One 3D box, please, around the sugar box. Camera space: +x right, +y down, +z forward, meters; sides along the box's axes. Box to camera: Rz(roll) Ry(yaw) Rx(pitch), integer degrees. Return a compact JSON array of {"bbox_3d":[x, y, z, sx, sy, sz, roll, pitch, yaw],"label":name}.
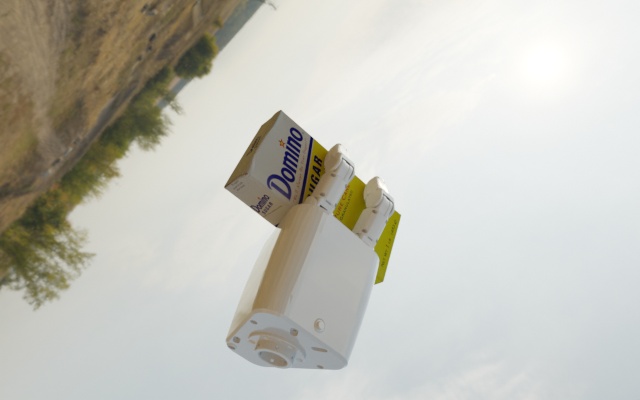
[{"bbox_3d":[0.000,0.002,0.476,0.176,0.093,0.048,41,-42,-22],"label":"sugar box"}]
